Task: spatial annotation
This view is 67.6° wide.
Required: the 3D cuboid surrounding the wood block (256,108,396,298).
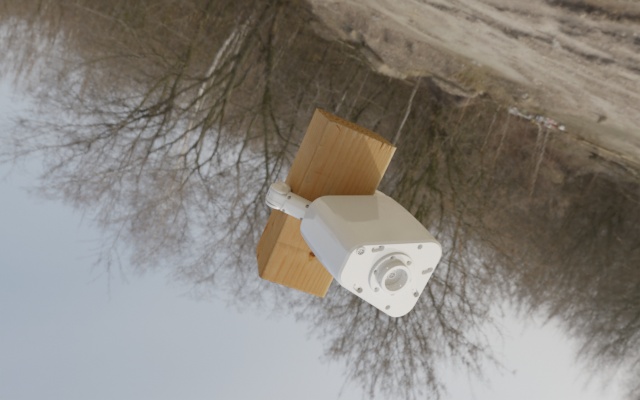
[{"bbox_3d":[0.000,0.002,0.597,0.091,0.206,0.090,21,15,-16],"label":"wood block"}]
